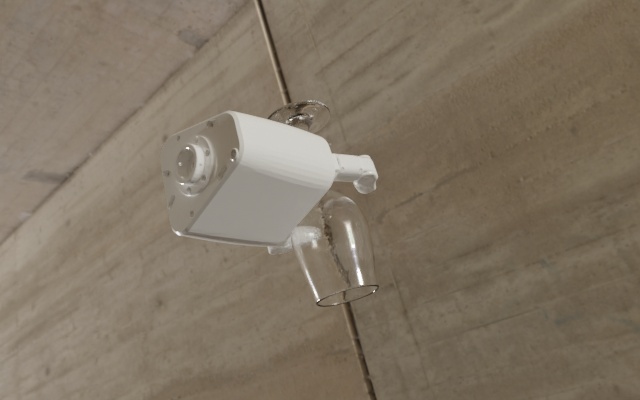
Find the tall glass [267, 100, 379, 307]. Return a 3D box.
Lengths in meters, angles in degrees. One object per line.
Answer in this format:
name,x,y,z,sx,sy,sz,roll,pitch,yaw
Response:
tall glass,0.000,0.001,0.485,0.079,0.201,0.079,-14,-22,-6
